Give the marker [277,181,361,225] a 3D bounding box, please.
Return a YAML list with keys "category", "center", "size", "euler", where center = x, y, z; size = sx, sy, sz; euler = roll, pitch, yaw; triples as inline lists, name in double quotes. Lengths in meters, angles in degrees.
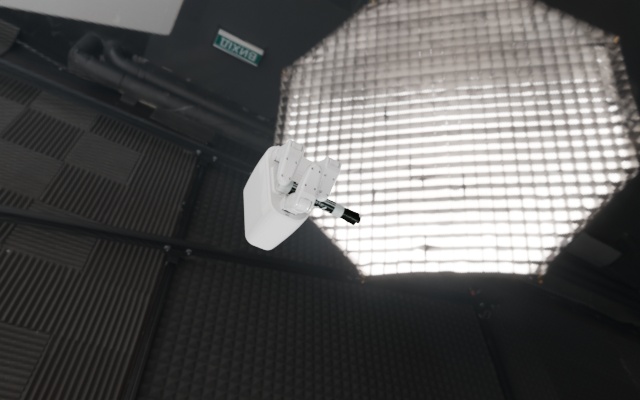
- category: "marker"
  center: [0.000, 0.002, 0.624]
  size: [0.121, 0.020, 0.020]
  euler: [26, -8, -16]
